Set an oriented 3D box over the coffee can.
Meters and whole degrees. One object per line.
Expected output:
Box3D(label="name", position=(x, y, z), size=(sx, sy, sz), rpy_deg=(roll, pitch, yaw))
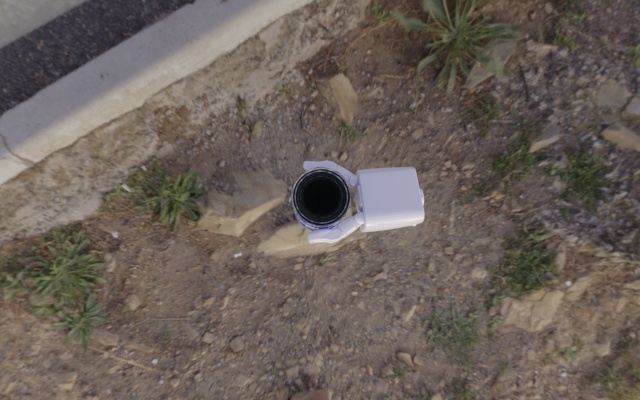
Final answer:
Box3D(label="coffee can", position=(0.000, 0.003, 0.873), size=(0.103, 0.103, 0.140), rpy_deg=(0, -8, -1))
